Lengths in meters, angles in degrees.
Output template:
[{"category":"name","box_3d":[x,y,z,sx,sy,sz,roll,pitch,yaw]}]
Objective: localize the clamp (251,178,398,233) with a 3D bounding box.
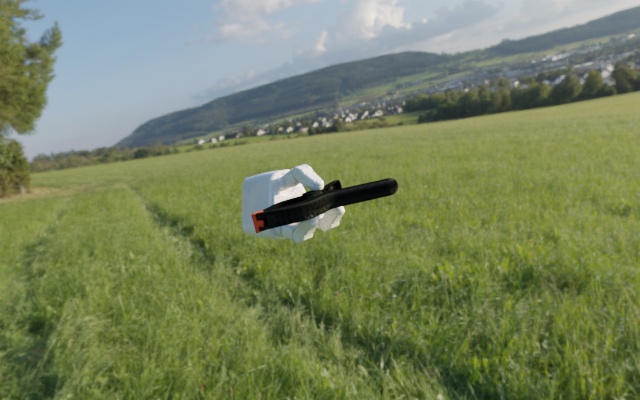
[{"category":"clamp","box_3d":[-0.001,0.002,0.708,0.210,0.036,0.164,-20,10,-35]}]
